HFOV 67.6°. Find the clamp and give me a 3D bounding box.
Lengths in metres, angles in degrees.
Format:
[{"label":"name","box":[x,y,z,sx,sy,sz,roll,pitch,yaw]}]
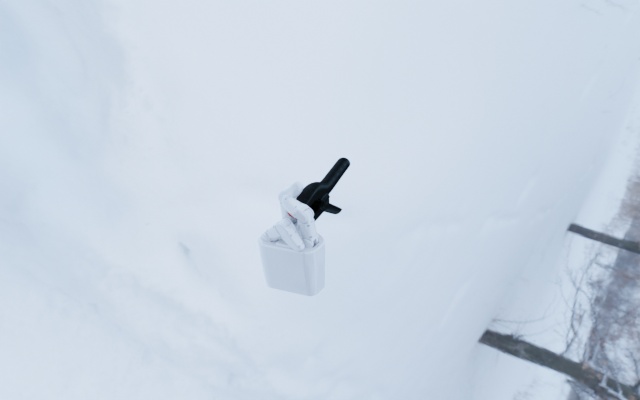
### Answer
[{"label":"clamp","box":[0.001,0.003,0.883,0.039,0.120,0.171,21,40,31]}]
